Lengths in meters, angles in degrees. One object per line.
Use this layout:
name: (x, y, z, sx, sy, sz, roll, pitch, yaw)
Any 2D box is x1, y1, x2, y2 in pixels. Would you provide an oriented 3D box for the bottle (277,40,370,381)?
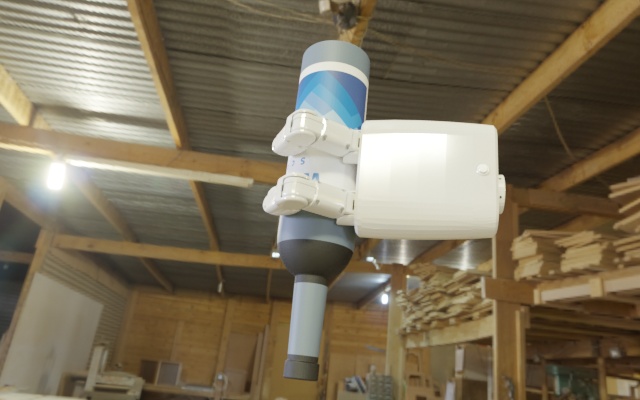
bottle: (0.000, 0.001, 0.420, 0.069, 0.295, 0.069, 6, -20, 2)
